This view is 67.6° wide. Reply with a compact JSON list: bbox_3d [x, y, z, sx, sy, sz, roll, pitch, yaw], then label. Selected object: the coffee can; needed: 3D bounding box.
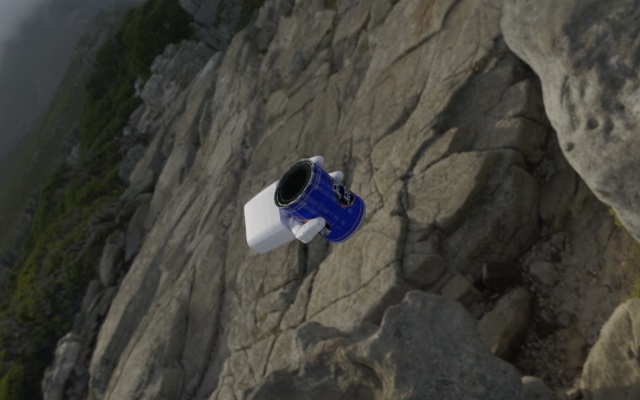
[{"bbox_3d":[0.000,0.003,0.876,0.140,0.102,0.103,35,-21,-32],"label":"coffee can"}]
